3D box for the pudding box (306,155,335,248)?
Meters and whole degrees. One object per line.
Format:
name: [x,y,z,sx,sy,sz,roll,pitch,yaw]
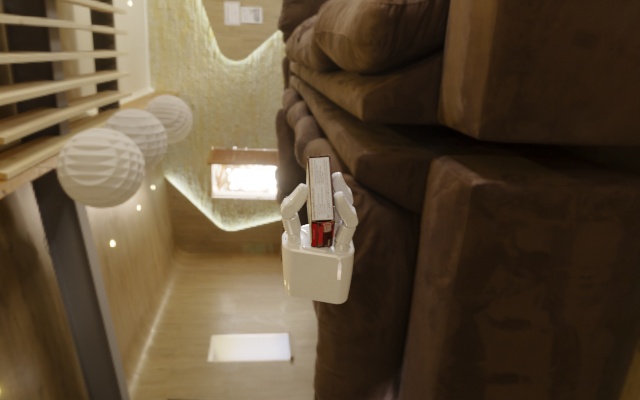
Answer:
pudding box: [0.000,0.002,0.717,0.039,0.113,0.090,-3,-29,-4]
